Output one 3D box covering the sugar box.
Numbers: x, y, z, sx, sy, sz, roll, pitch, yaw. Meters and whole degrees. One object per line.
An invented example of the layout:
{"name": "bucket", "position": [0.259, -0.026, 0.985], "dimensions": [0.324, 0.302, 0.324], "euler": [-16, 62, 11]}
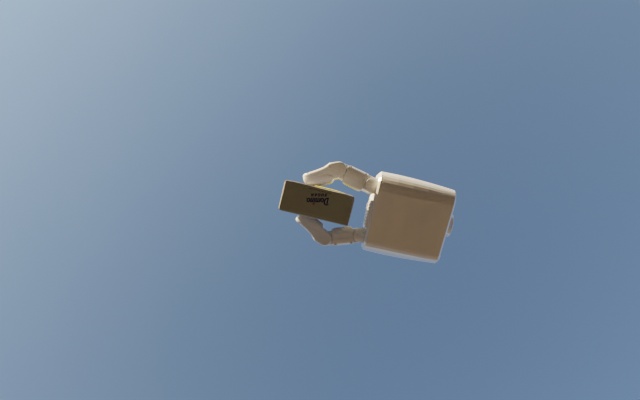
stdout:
{"name": "sugar box", "position": [0.000, 0.002, 0.684], "dimensions": [0.093, 0.048, 0.176], "euler": [13, -1, 3]}
